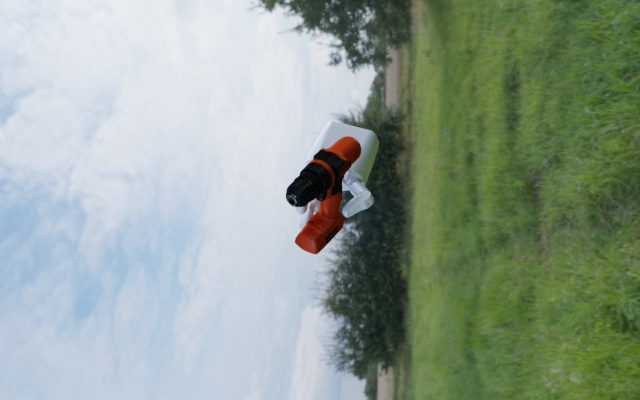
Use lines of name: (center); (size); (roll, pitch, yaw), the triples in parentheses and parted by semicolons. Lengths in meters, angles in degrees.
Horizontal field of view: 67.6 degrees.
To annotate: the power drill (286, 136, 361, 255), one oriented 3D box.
power drill: (0.000, 0.003, 0.805); (0.057, 0.188, 0.184); (30, 47, 20)
